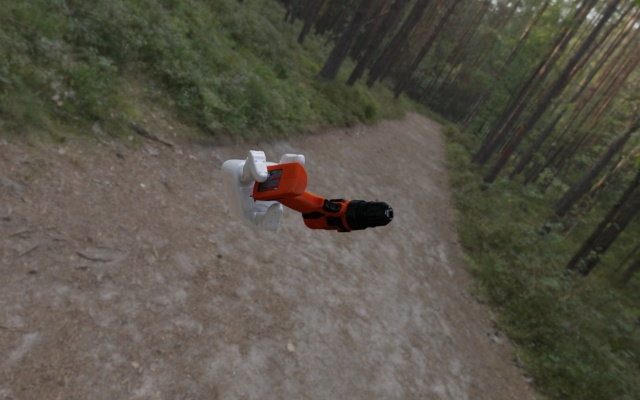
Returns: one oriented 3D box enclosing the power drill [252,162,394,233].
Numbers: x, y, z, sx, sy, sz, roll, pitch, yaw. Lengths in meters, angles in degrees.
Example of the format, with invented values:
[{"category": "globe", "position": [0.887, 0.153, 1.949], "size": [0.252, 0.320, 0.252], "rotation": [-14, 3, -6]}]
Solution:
[{"category": "power drill", "position": [0.000, 0.002, 0.767], "size": [0.184, 0.057, 0.188], "rotation": [-7, -27, 43]}]
